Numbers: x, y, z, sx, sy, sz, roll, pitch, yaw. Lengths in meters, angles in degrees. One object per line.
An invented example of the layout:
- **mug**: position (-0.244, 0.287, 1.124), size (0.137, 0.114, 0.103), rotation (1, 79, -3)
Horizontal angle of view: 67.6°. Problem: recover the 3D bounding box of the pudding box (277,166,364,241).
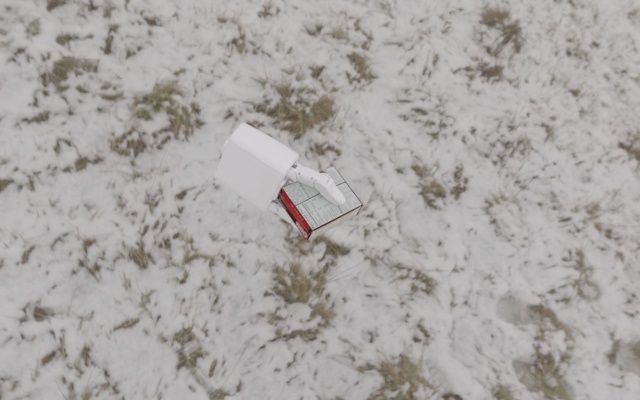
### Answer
- **pudding box**: position (0.000, 0.002, 0.778), size (0.113, 0.090, 0.039), rotation (-26, -19, -29)
